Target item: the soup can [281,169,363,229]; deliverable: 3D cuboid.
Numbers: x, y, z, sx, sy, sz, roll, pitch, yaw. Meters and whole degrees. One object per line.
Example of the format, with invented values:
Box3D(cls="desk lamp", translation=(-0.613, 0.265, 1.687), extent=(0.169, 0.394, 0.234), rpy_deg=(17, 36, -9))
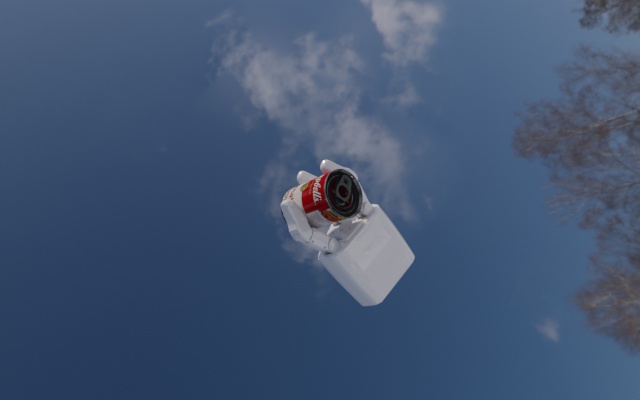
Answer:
Box3D(cls="soup can", translation=(0.000, 0.002, 0.668), extent=(0.068, 0.068, 0.102), rpy_deg=(0, -14, -41))
